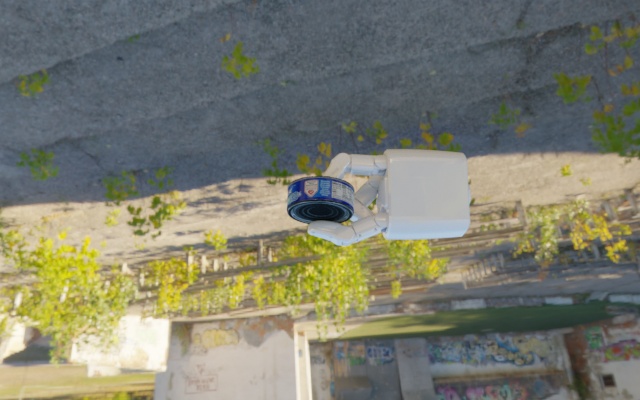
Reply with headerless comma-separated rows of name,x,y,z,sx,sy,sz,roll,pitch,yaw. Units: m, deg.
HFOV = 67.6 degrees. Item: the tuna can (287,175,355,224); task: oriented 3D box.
tuna can,0.000,0.003,0.601,0.086,0.033,0.086,2,-23,1
